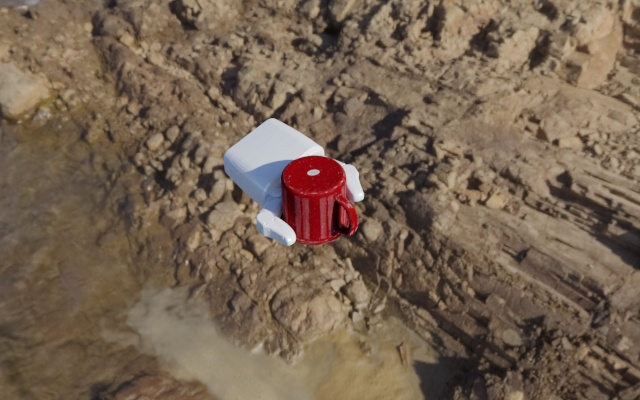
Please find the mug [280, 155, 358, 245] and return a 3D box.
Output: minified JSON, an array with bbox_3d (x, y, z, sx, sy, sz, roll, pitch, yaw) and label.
[{"bbox_3d":[0.001,0.003,0.605,0.093,0.082,0.117,-33,52,-31],"label":"mug"}]
